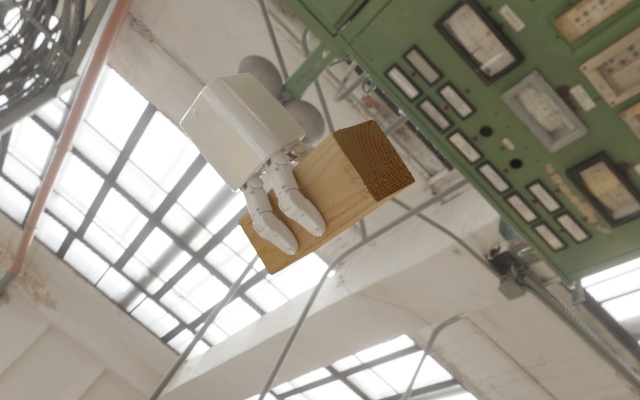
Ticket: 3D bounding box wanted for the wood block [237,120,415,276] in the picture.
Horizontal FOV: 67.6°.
[{"bbox_3d":[0.000,0.002,0.587,0.091,0.090,0.206,-26,-9,-48],"label":"wood block"}]
